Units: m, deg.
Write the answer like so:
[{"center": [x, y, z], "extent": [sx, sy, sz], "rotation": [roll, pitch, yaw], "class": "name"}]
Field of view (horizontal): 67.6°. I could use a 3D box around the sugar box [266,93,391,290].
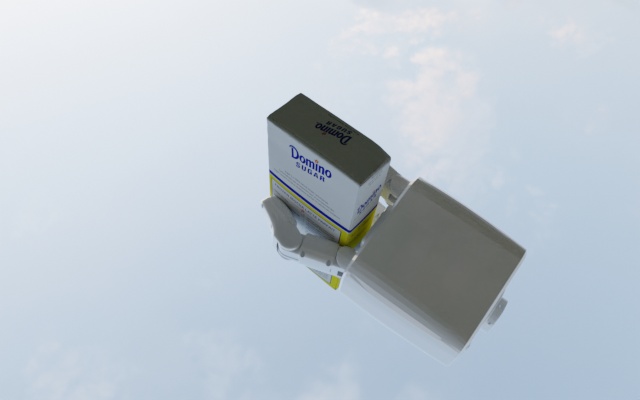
[{"center": [0.001, 0.001, 0.416], "extent": [0.048, 0.093, 0.176], "rotation": [-42, -21, -30], "class": "sugar box"}]
